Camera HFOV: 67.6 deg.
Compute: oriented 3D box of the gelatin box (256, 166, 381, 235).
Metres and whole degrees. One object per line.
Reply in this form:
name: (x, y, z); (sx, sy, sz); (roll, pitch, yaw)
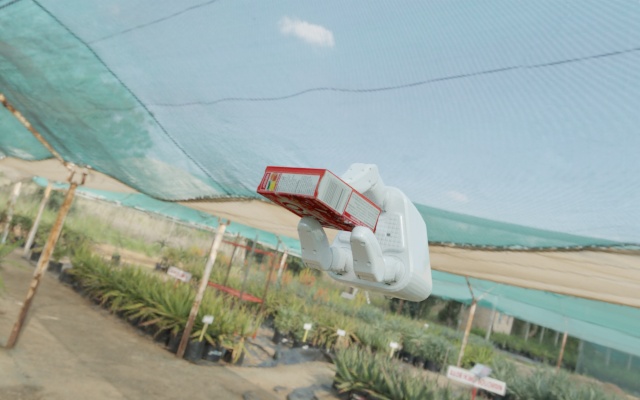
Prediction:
gelatin box: (0.000, 0.001, 0.424); (0.073, 0.030, 0.089); (7, -18, 42)
